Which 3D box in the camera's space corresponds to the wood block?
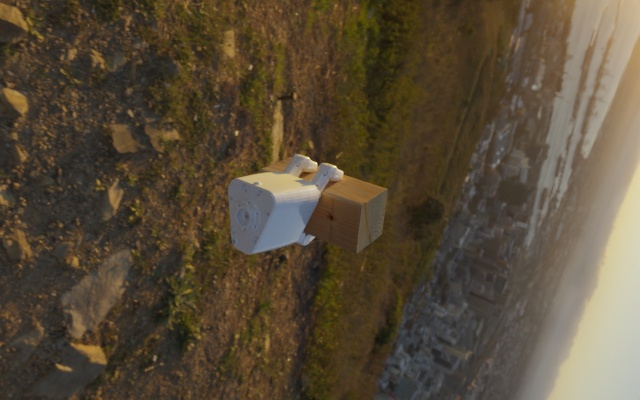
[{"bbox_3d":[0.000,0.003,0.826,0.206,0.091,0.090,21,31,29],"label":"wood block"}]
